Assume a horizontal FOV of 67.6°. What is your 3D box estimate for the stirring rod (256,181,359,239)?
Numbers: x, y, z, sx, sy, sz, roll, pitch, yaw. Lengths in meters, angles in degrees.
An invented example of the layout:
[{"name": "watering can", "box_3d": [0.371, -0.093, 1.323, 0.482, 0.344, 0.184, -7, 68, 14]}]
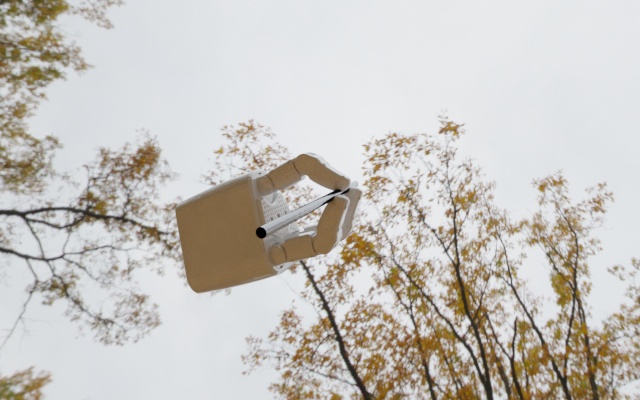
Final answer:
[{"name": "stirring rod", "box_3d": [0.000, 0.001, 0.426, 0.011, 0.011, 0.239, 0, 10, 19]}]
